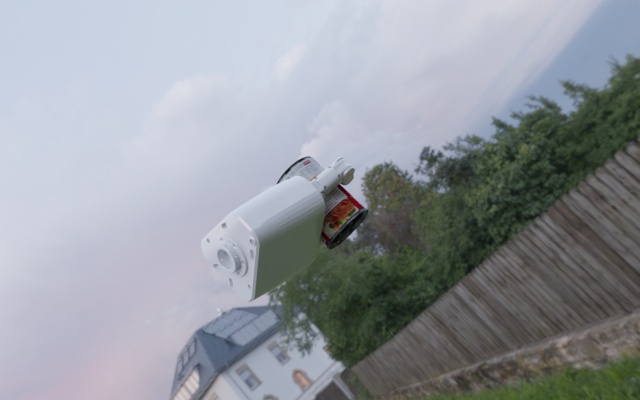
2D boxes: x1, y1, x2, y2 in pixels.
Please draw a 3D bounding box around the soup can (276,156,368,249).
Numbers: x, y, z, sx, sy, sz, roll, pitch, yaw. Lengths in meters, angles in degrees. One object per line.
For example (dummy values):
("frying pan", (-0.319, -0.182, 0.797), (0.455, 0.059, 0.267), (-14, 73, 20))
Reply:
("soup can", (0.000, 0.002, 0.599), (0.102, 0.068, 0.068), (45, 14, 15))
